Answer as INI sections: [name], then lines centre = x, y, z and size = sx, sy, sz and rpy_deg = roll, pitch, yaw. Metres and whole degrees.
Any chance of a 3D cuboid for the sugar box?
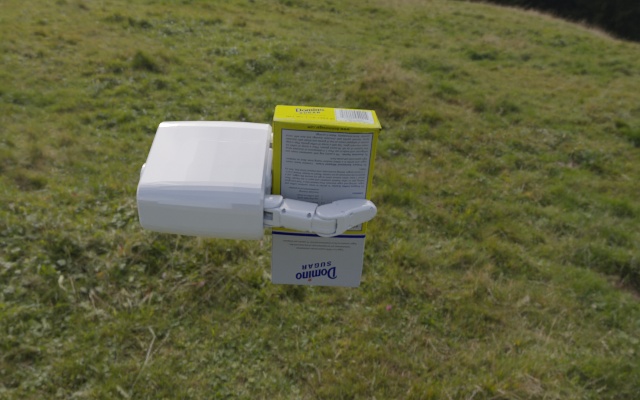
[sugar box]
centre = 0.000, 0.001, 0.458
size = 0.093, 0.176, 0.048
rpy_deg = 3, 32, -3
